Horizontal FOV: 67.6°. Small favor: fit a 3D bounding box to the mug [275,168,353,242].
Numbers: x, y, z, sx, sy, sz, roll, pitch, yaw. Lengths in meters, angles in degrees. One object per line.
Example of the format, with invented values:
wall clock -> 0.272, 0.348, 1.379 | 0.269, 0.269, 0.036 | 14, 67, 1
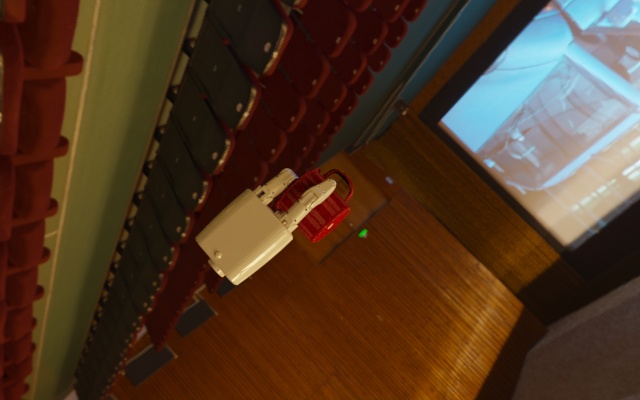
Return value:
mug -> 0.001, 0.002, 0.739 | 0.117, 0.081, 0.093 | -41, -10, -6
